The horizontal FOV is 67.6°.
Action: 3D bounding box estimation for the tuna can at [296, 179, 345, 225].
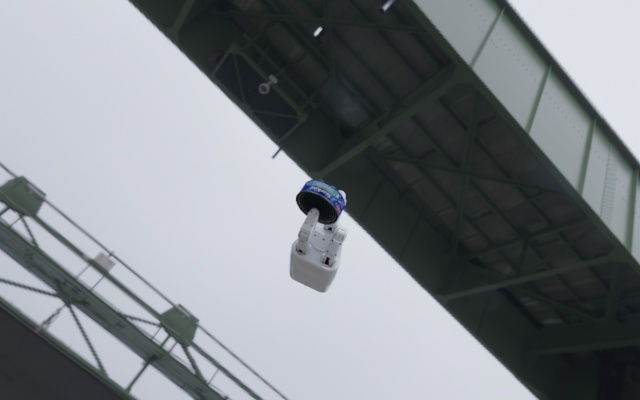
[{"bbox_3d":[0.000,0.002,0.858,0.086,0.033,0.086,23,-34,16],"label":"tuna can"}]
